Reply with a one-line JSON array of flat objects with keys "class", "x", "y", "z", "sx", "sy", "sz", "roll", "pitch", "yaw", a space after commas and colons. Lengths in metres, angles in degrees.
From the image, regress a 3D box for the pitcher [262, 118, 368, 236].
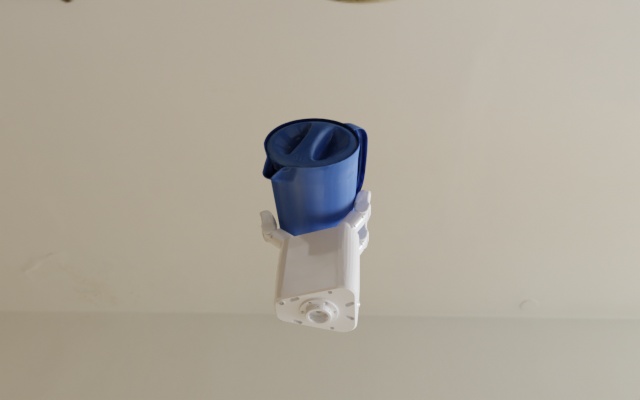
[{"class": "pitcher", "x": 0.000, "y": 0.003, "z": 0.735, "sx": 0.149, "sy": 0.243, "sz": 0.145, "roll": -1, "pitch": 39, "yaw": 2}]
